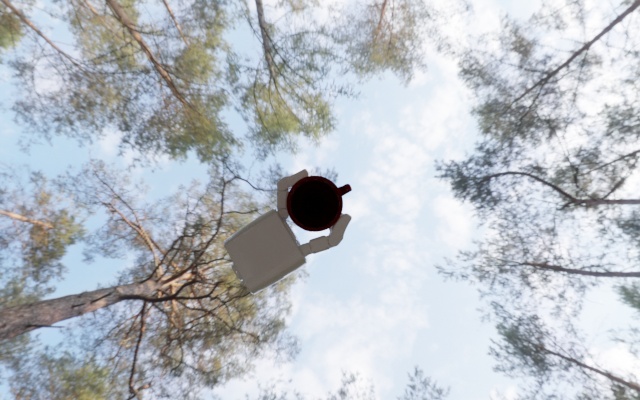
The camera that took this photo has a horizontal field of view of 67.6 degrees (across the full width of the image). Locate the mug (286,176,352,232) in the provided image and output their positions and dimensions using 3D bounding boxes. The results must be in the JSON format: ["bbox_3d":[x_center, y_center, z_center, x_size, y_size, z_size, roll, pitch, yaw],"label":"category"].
[{"bbox_3d":[0.001,0.002,0.820,0.117,0.093,0.081,-30,-4,-4],"label":"mug"}]
